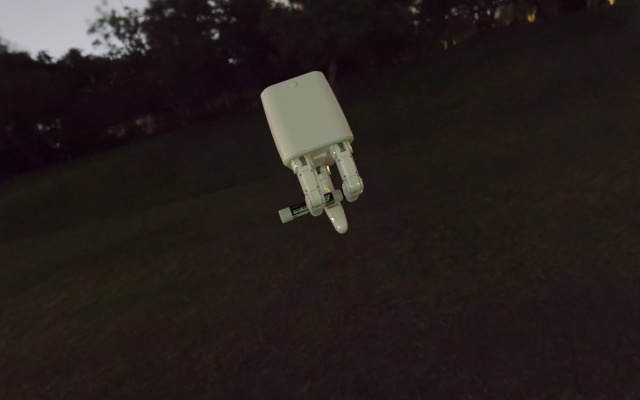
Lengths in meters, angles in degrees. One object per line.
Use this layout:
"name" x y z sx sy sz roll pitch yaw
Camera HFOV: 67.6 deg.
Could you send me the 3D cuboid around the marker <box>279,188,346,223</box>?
"marker" 0.000 0.002 0.680 0.121 0.020 0.020 -21 3 -7
